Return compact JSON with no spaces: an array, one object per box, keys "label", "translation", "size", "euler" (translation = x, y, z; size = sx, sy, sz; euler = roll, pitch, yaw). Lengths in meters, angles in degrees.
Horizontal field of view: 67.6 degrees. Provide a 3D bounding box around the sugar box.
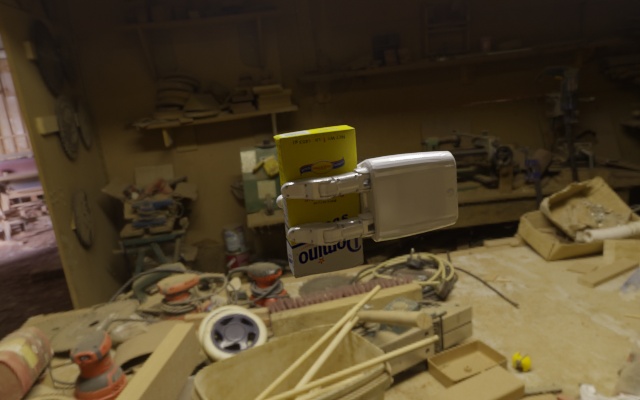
[{"label":"sugar box","translation":[0.000,0.002,0.587],"size":[0.093,0.176,0.048],"euler":[-10,14,-12]}]
